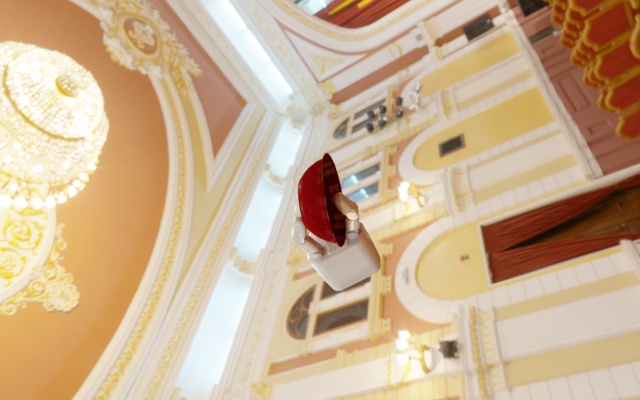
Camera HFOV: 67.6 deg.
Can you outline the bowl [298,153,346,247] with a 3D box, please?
[{"bbox_3d":[-0.001,0.002,0.816,0.055,0.162,0.162,-9,-2,12],"label":"bowl"}]
